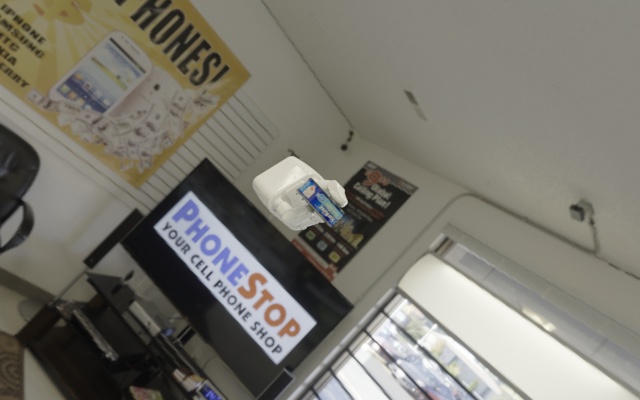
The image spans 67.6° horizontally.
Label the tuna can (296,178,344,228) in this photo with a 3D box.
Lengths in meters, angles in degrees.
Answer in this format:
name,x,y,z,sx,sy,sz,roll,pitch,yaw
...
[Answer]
name,x,y,z,sx,sy,sz,roll,pitch,yaw
tuna can,0.001,0.002,0.794,0.034,0.086,0.086,-43,0,0
